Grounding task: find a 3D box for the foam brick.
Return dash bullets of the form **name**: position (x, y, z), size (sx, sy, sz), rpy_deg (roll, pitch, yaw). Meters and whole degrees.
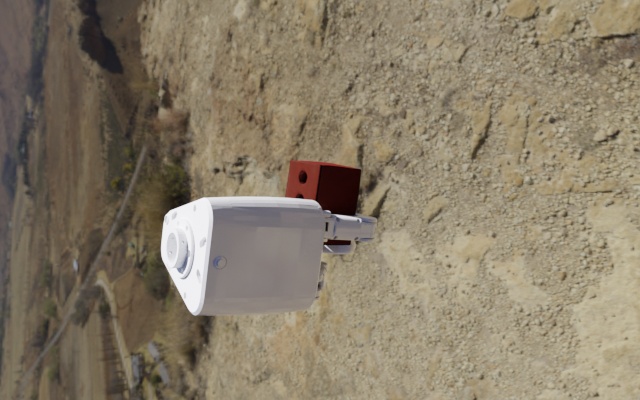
- **foam brick**: position (0.000, 0.001, 0.466), size (0.051, 0.078, 0.053), rpy_deg (4, 6, -36)
